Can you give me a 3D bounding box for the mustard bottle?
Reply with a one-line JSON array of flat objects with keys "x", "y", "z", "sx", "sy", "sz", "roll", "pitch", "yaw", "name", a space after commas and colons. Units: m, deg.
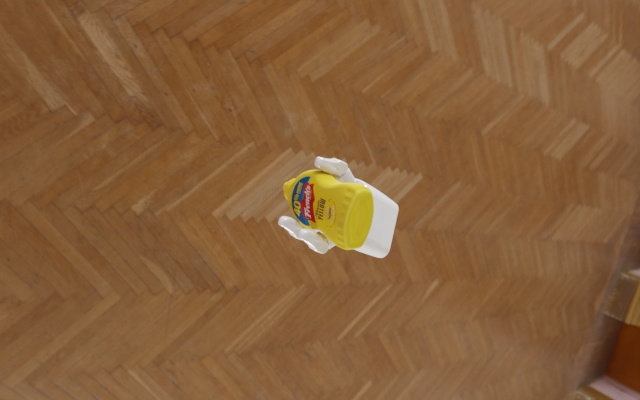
[{"x": 0.000, "y": 0.003, "z": 0.762, "sx": 0.058, "sy": 0.096, "sz": 0.191, "roll": -5, "pitch": 19, "yaw": -38, "name": "mustard bottle"}]
